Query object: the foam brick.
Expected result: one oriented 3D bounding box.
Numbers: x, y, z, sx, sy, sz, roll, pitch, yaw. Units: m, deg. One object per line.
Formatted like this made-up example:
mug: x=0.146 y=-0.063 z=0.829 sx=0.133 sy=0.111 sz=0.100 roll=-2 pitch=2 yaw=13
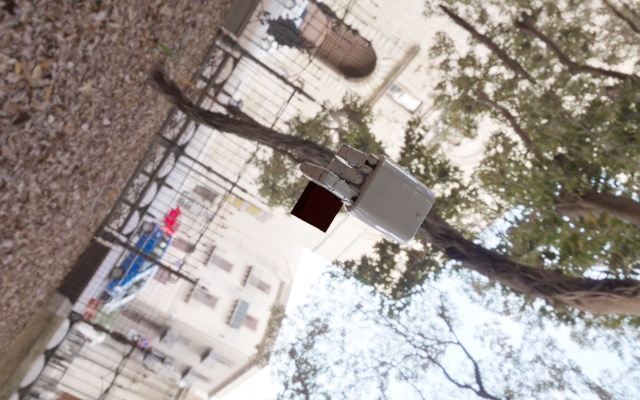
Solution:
foam brick: x=0.000 y=0.003 z=0.716 sx=0.051 sy=0.078 sz=0.053 roll=33 pitch=-4 yaw=-17
